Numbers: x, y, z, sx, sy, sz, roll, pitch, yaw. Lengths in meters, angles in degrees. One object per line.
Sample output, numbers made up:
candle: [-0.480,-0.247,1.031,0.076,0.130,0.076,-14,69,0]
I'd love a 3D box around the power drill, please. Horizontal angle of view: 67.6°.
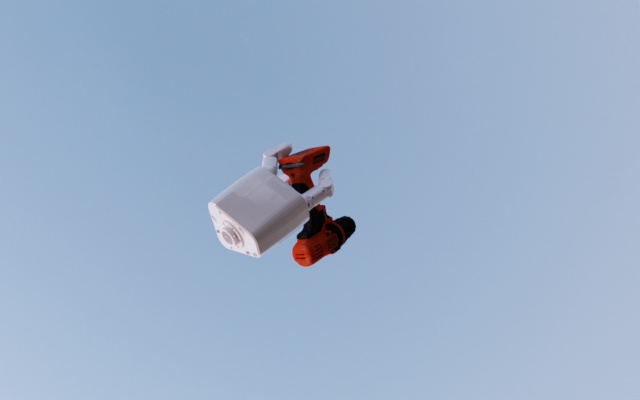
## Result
power drill: [0.000,0.002,0.835,0.057,0.188,0.184,-7,12,30]
